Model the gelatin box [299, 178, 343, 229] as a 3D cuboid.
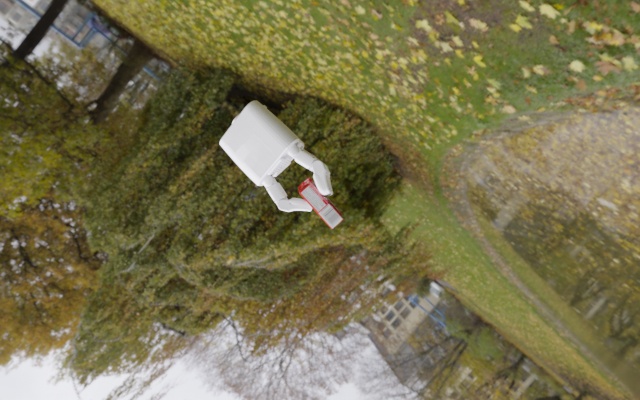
[{"bbox_3d":[0.000,0.003,0.845,0.030,0.089,0.073,-41,8,4],"label":"gelatin box"}]
